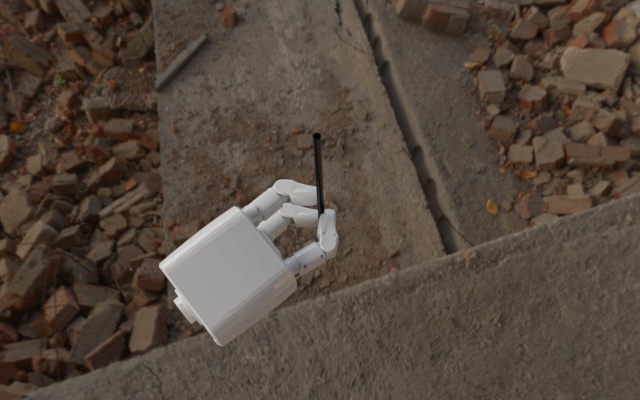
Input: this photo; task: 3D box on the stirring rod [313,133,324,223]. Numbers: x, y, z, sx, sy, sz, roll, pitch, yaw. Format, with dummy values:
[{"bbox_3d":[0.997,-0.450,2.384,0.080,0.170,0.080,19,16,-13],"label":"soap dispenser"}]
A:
[{"bbox_3d":[0.000,0.002,0.550,0.011,0.011,0.240,0,-31,2],"label":"stirring rod"}]
